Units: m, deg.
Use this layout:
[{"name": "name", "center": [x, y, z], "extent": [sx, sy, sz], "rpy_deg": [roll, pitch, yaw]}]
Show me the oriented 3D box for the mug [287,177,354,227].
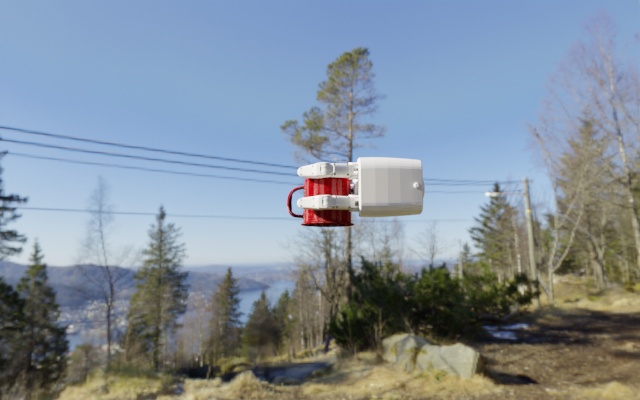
[{"name": "mug", "center": [-0.001, 0.003, 0.831], "extent": [0.117, 0.081, 0.093], "rpy_deg": [0, -7, -1]}]
